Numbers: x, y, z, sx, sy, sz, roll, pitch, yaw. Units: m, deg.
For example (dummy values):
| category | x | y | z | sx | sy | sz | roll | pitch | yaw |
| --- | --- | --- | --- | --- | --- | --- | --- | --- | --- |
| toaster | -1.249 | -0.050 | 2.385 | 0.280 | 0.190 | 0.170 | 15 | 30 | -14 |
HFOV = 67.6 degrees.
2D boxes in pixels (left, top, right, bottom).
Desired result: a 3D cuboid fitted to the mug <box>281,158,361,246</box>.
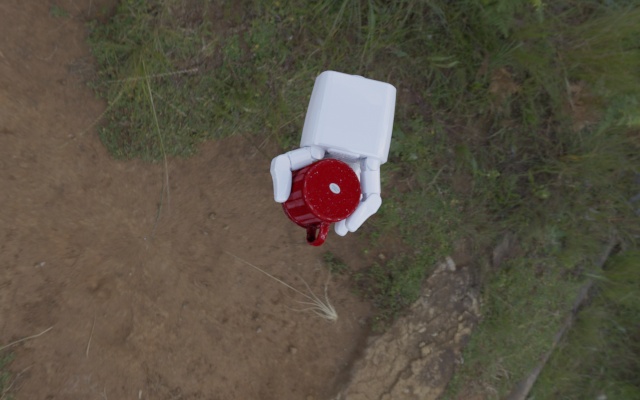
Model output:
| category | x | y | z | sx | sy | sz | roll | pitch | yaw |
| --- | --- | --- | --- | --- | --- | --- | --- | --- | --- |
| mug | 0.000 | 0.003 | 0.629 | 0.093 | 0.117 | 0.081 | 13 | -10 | -19 |
